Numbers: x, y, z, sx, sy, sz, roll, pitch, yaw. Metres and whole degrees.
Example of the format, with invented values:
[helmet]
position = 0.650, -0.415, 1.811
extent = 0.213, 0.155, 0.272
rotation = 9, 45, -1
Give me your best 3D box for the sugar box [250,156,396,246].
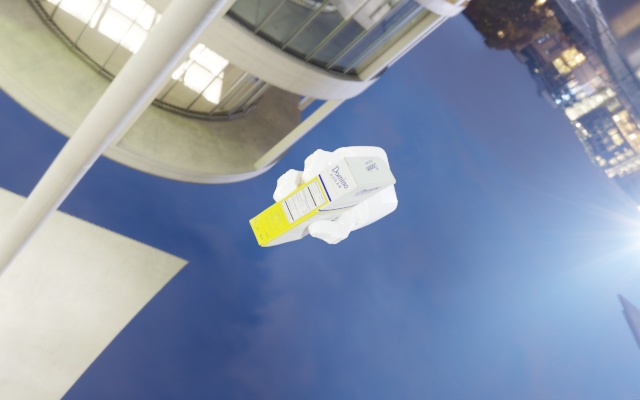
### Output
[sugar box]
position = 0.000, 0.002, 0.615
extent = 0.176, 0.048, 0.093
rotation = -35, -15, 33
